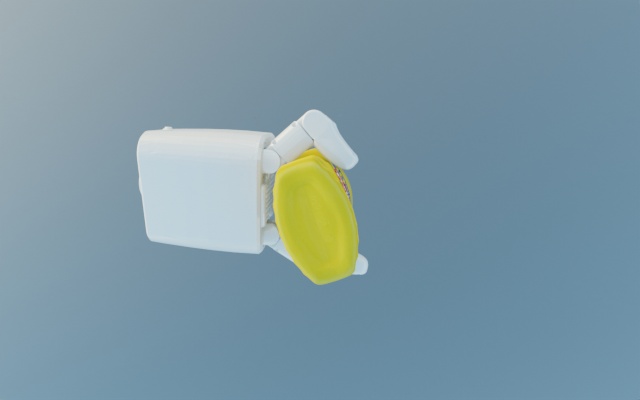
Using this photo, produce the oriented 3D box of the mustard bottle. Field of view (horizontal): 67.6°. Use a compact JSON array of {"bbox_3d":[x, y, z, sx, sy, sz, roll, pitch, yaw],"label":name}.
[{"bbox_3d":[0.000,0.001,0.442,0.058,0.096,0.191,-20,9,6],"label":"mustard bottle"}]
